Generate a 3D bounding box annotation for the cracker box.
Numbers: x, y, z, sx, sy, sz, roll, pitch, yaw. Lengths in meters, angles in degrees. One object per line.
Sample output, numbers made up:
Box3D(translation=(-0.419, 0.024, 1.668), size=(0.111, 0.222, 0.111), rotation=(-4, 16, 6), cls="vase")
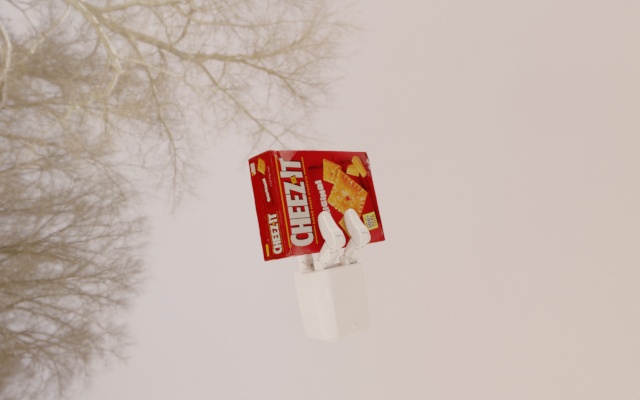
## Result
Box3D(translation=(0.000, 0.003, 0.782), size=(0.213, 0.164, 0.072), rotation=(-4, -10, -41), cls="cracker box")
